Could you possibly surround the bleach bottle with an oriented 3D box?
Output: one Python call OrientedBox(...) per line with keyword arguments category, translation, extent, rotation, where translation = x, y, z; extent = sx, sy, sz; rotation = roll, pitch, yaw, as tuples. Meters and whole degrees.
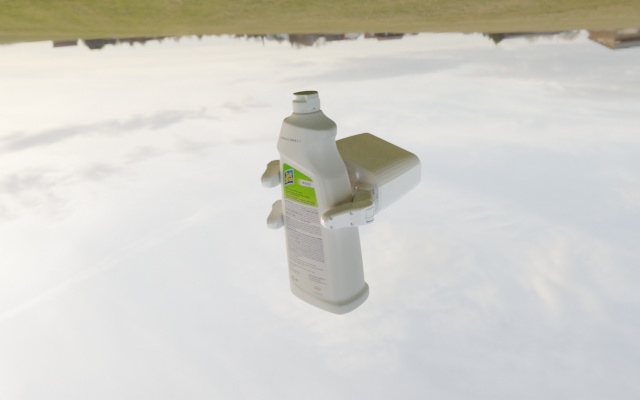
OrientedBox(category="bleach bottle", translation=(0.000, 0.002, 0.554), extent=(0.102, 0.251, 0.068), rotation=(14, 28, 39))
